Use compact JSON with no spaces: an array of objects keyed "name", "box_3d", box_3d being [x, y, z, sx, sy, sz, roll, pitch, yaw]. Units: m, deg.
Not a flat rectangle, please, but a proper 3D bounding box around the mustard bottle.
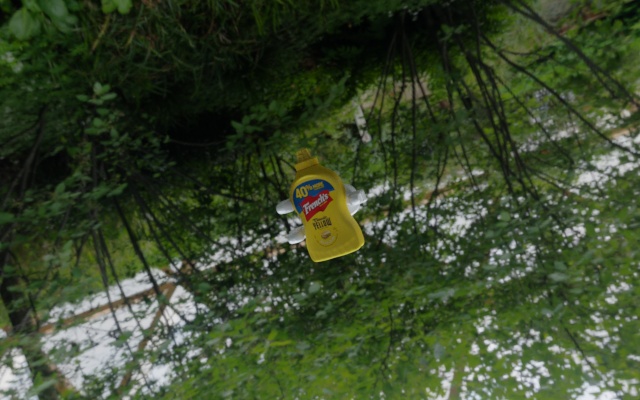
[{"name":"mustard bottle","box_3d":[0.000,0.003,0.820,0.096,0.191,0.058,-19,2,24]}]
